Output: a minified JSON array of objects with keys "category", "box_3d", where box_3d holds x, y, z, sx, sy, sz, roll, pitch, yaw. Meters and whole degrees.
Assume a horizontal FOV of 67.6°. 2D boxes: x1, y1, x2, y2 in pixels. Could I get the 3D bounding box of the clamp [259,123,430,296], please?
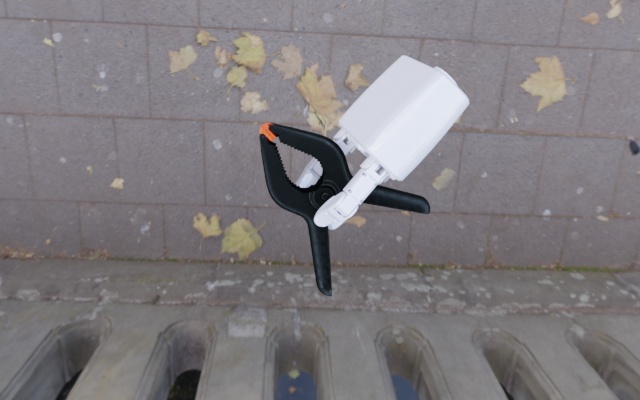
[{"category":"clamp","box_3d":[0.000,0.001,0.541,0.210,0.164,0.036,40,7,-14]}]
